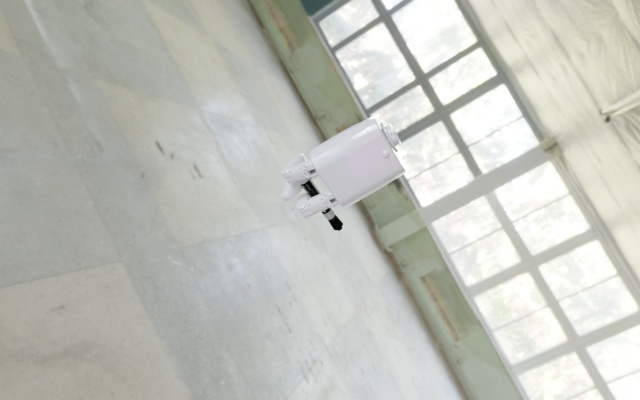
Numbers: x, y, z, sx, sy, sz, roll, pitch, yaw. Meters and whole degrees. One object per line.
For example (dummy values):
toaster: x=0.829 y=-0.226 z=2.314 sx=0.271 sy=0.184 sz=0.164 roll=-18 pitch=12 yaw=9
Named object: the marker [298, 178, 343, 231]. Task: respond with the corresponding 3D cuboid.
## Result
marker: x=0.000 y=0.003 z=0.756 sx=0.020 sy=0.121 sz=0.020 roll=-29 pitch=25 yaw=15
